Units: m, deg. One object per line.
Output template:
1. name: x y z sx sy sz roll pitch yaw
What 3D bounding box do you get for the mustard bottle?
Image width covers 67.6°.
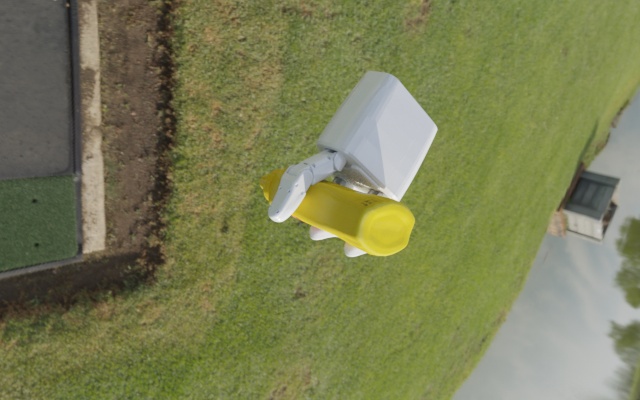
1. mustard bottle: 0.000 0.002 0.523 0.191 0.058 0.096 21 8 40
